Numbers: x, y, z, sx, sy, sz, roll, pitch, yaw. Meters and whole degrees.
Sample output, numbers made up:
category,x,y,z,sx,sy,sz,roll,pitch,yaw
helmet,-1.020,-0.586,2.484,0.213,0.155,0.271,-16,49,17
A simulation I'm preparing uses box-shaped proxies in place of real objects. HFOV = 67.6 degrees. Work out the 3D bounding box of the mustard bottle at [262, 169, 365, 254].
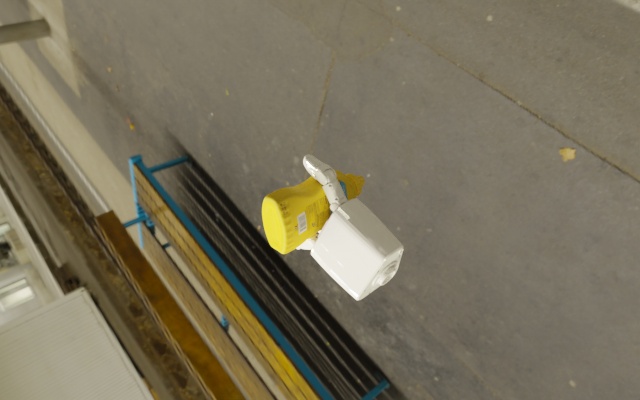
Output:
category,x,y,z,sx,sy,sz,roll,pitch,yaw
mustard bottle,0.000,0.002,0.754,0.191,0.096,0.058,-28,36,-34
